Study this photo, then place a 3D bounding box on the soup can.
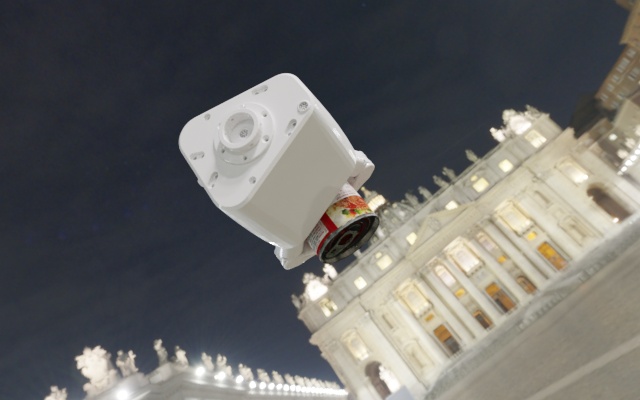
[{"bbox_3d":[0.000,0.001,0.466,0.068,0.102,0.068,-29,-28,-17],"label":"soup can"}]
